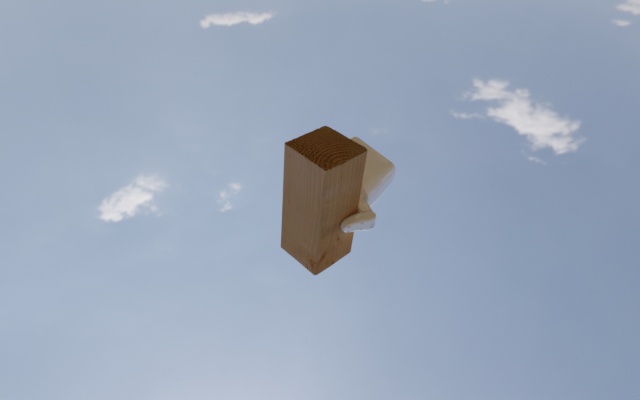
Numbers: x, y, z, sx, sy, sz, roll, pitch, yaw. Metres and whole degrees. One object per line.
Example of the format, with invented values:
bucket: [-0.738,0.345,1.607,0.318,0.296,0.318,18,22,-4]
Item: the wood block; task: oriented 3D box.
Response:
wood block: [0.001,0.003,0.749,0.090,0.206,0.090,-29,49,-36]
